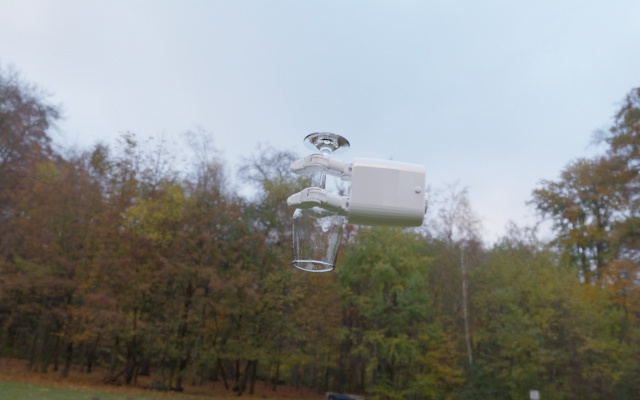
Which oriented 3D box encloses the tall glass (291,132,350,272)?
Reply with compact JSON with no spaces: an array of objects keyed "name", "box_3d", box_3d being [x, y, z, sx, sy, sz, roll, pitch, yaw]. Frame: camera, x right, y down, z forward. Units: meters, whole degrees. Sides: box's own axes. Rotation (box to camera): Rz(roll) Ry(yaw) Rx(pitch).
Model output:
[{"name":"tall glass","box_3d":[0.000,0.002,0.719,0.079,0.201,0.079,6,-20,2]}]
